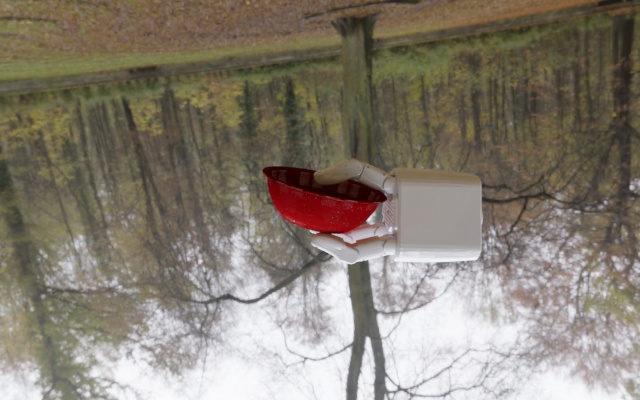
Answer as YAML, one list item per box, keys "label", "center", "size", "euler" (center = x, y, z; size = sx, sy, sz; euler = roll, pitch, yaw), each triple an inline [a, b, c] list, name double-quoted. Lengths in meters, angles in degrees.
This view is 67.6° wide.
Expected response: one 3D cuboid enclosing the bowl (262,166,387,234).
- label: "bowl"
  center: [-0.001, 0.002, 0.610]
  size: [0.162, 0.055, 0.162]
  euler: [13, 12, -3]
